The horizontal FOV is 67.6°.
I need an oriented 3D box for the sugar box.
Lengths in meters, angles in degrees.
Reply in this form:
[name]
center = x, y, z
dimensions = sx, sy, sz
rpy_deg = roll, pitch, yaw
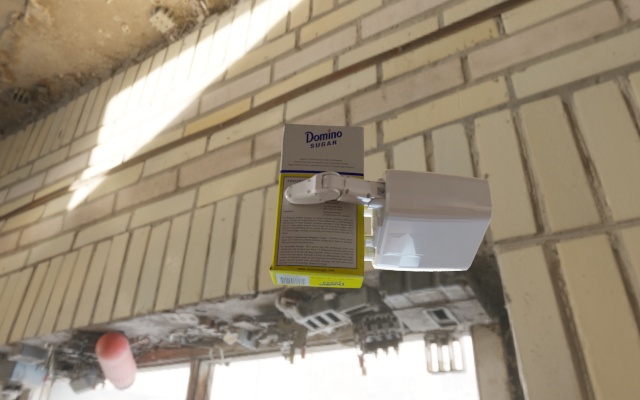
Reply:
[sugar box]
center = 0.000, 0.002, 0.513
dimensions = 0.093, 0.176, 0.048
rpy_deg = 3, -29, 0
